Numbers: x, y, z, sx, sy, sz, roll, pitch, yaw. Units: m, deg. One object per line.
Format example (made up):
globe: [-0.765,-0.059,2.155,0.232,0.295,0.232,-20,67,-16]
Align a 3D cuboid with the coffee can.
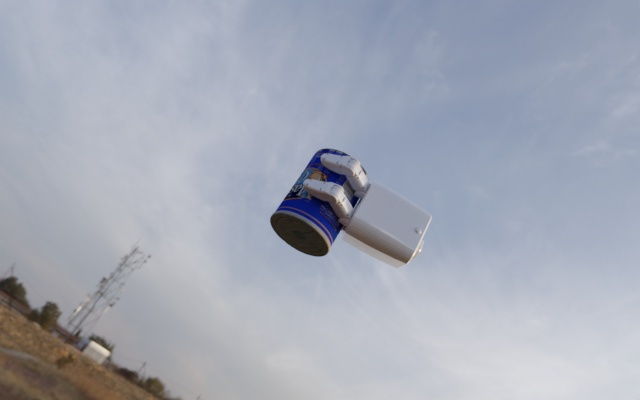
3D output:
coffee can: [0.000,0.003,0.753,0.103,0.140,0.103,24,-30,15]
